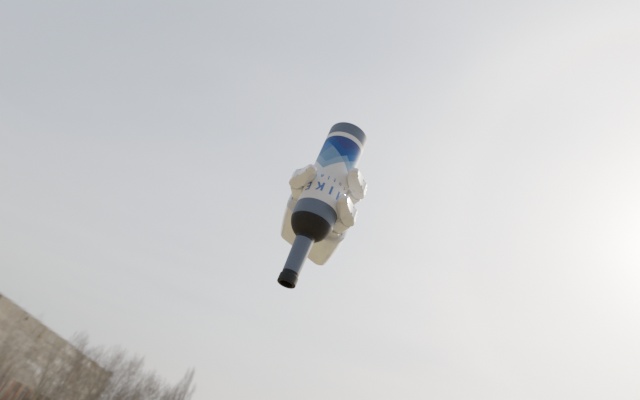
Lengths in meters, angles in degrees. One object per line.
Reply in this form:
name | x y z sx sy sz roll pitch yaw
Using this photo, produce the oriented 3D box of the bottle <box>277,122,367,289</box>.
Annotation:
bottle | 0.000 0.002 0.740 0.069 0.295 0.069 16 -34 11
